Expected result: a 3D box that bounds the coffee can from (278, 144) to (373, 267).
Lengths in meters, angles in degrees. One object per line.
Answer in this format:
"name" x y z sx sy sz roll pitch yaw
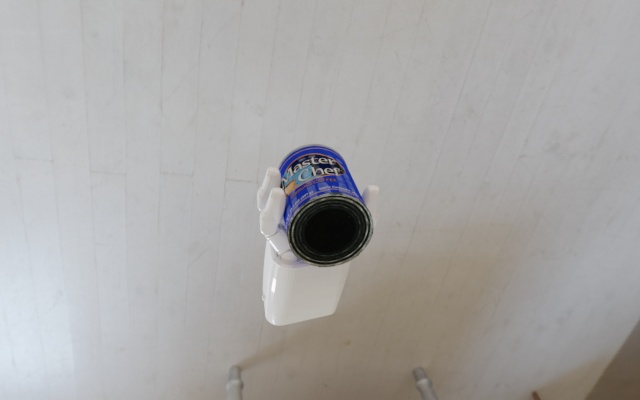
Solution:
"coffee can" 0.000 0.002 0.610 0.103 0.103 0.140 0 30 -11
